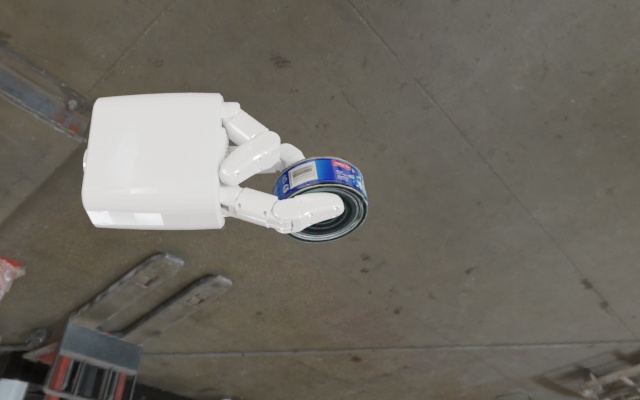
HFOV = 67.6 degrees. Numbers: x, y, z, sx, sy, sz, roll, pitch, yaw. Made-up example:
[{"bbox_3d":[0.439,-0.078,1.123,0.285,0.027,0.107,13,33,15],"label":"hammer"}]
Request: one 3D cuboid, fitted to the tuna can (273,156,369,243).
[{"bbox_3d":[0.000,0.002,0.436,0.086,0.033,0.086,-5,-41,-5],"label":"tuna can"}]
